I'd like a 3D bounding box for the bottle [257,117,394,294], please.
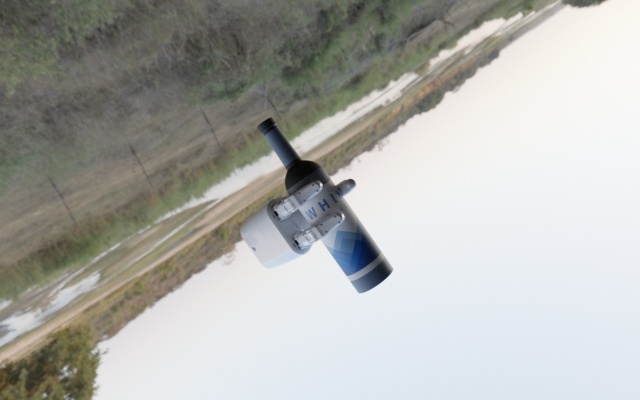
[{"bbox_3d":[0.000,0.003,0.725,0.069,0.296,0.069,-35,2,1],"label":"bottle"}]
